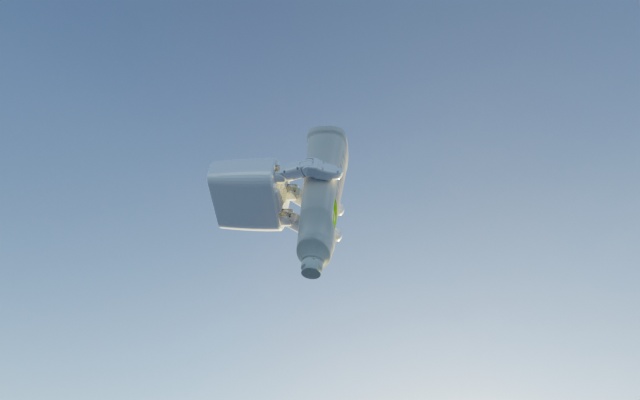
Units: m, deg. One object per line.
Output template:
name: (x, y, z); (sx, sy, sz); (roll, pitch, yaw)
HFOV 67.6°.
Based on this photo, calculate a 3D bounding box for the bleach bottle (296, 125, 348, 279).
bleach bottle: (0.000, 0.002, 0.736); (0.068, 0.250, 0.103); (0, -42, 10)
